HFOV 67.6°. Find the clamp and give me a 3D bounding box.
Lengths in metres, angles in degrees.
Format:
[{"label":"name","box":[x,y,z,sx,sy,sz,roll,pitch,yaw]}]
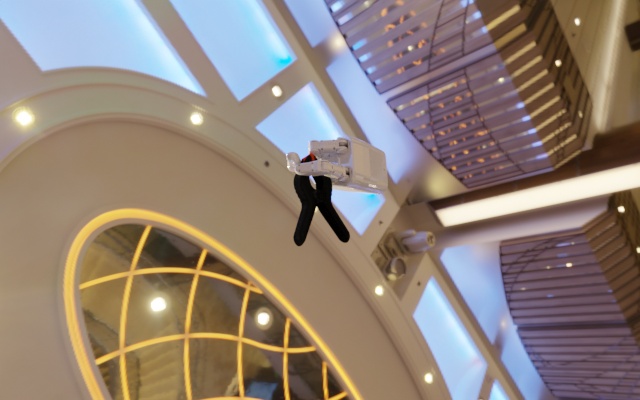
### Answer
[{"label":"clamp","box":[0.000,0.003,0.858,0.120,0.171,0.039,13,-22,-42]}]
